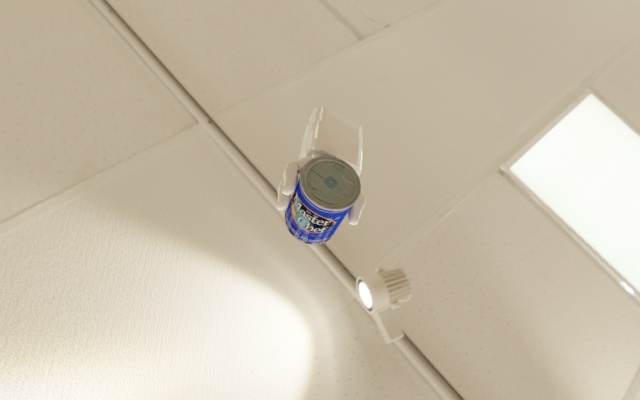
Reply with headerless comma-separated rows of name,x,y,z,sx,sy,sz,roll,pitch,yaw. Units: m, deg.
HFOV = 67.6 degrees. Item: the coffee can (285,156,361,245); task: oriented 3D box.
coffee can,0.000,0.003,0.836,0.103,0.102,0.140,0,-29,-17
